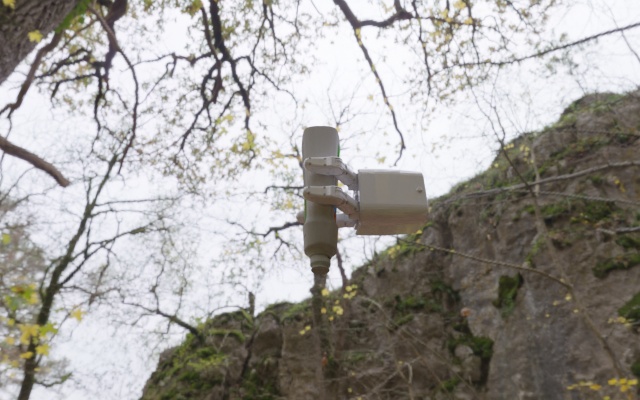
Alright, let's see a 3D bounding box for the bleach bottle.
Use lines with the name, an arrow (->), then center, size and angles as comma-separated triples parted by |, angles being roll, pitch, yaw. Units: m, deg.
bleach bottle -> 0.000, 0.002, 0.767 | 0.068, 0.250, 0.103 | 0, -34, 1
